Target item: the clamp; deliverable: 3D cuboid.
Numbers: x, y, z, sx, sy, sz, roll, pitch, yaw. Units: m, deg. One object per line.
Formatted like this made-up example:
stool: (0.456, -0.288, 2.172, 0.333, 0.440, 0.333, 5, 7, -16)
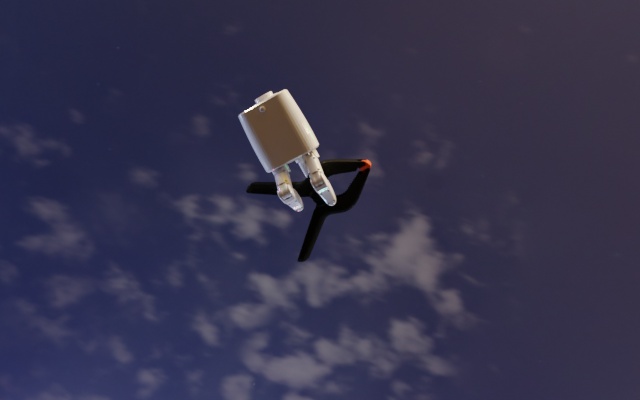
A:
clamp: (0.001, 0.002, 0.811, 0.210, 0.164, 0.036, -26, 12, 13)
